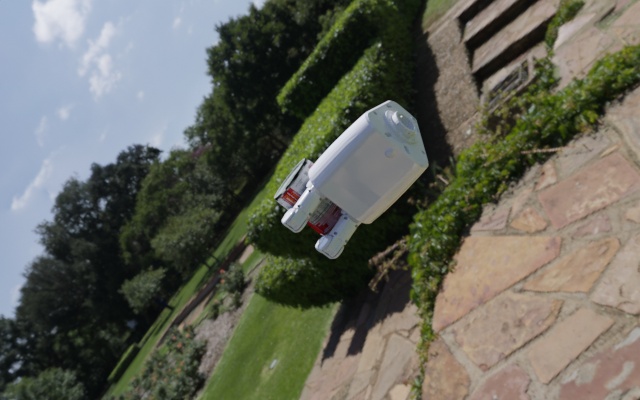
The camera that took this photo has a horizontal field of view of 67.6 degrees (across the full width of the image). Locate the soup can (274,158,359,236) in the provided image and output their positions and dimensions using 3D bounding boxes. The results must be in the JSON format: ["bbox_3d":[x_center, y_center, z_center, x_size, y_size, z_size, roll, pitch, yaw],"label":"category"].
[{"bbox_3d":[0.000,0.002,0.615,0.102,0.068,0.068,37,-8,-10],"label":"soup can"}]
